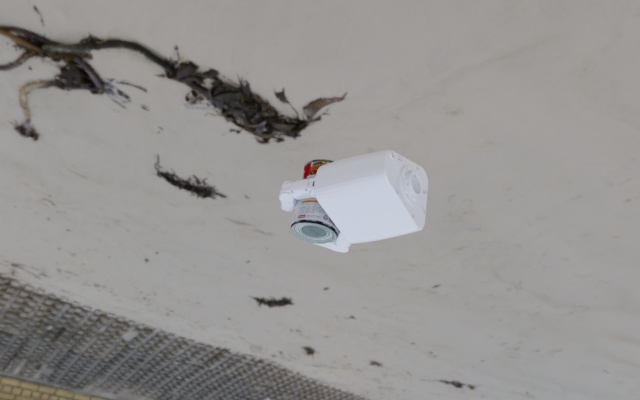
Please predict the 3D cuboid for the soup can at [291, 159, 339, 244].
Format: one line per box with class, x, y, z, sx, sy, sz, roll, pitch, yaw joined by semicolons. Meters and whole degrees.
soup can;0.000;0.002;0.677;0.068;0.102;0.068;9;-29;5
